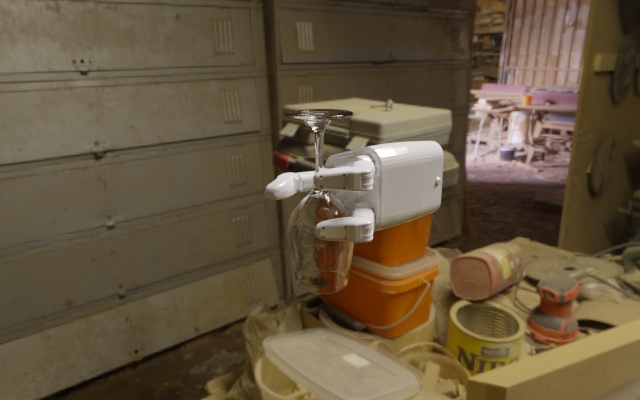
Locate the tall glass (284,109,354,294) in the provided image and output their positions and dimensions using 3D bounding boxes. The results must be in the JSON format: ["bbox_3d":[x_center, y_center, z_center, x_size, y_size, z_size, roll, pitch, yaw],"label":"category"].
[{"bbox_3d":[0.000,0.001,0.538,0.079,0.201,0.079,-1,17,0],"label":"tall glass"}]
